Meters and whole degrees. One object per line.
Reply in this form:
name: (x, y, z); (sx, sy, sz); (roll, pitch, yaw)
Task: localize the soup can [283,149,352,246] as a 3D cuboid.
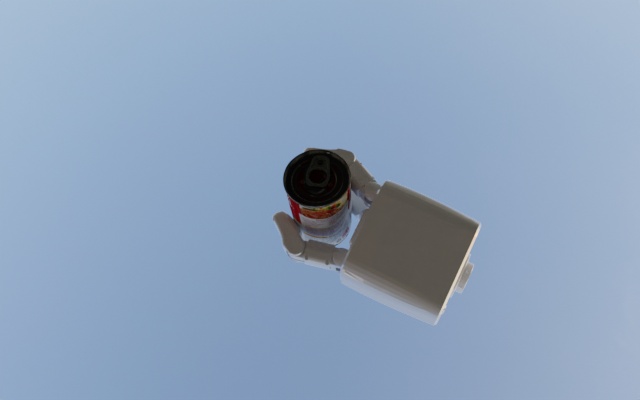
soup can: (0.000, 0.002, 0.515); (0.068, 0.068, 0.102); (0, -29, 5)
